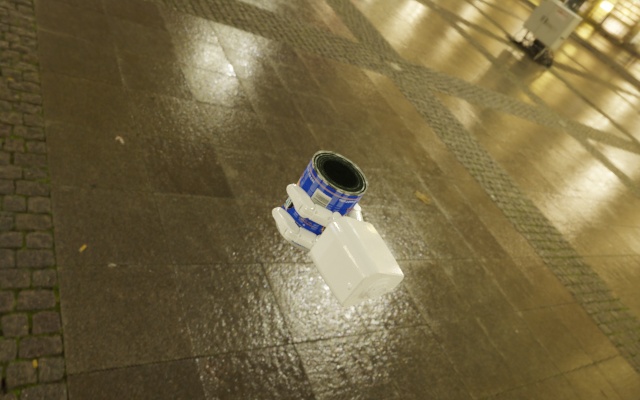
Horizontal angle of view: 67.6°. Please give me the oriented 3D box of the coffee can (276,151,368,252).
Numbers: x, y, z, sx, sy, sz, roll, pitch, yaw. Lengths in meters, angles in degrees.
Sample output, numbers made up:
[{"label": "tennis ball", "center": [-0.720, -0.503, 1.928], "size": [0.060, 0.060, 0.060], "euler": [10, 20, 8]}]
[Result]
[{"label": "coffee can", "center": [0.000, 0.003, 0.799], "size": [0.103, 0.102, 0.140], "euler": [0, -44, -40]}]
